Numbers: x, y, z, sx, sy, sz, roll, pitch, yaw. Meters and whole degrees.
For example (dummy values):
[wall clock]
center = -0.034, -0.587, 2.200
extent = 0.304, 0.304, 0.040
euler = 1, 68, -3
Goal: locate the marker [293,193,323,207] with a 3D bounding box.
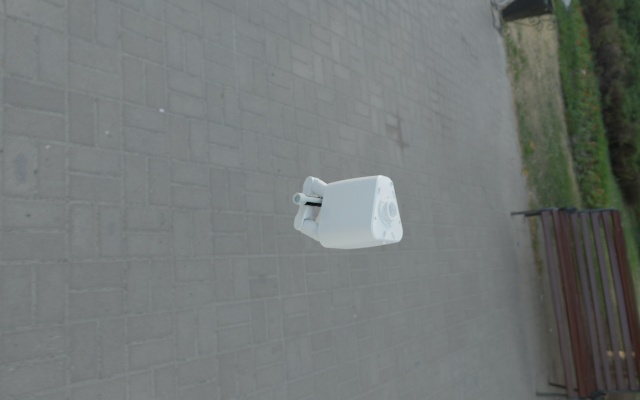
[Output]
[marker]
center = 0.000, 0.003, 0.815
extent = 0.020, 0.020, 0.121
euler = 0, -6, 40
